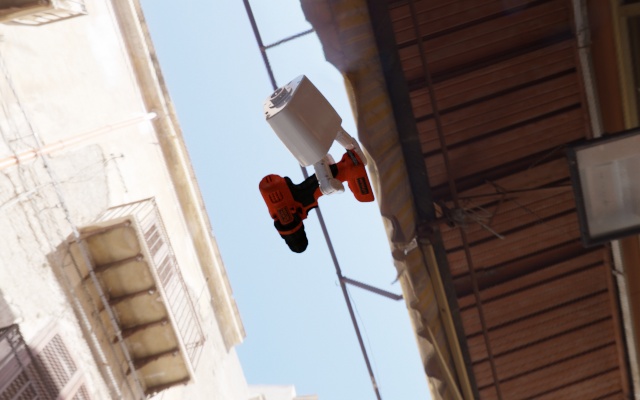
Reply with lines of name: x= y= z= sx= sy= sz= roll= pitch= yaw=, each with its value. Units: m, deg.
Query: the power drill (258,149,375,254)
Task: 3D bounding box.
power drill: x=0.000 y=0.002 z=0.855 sx=0.187 sy=0.185 sz=0.057 roll=-25 pitch=43 yaw=-4
